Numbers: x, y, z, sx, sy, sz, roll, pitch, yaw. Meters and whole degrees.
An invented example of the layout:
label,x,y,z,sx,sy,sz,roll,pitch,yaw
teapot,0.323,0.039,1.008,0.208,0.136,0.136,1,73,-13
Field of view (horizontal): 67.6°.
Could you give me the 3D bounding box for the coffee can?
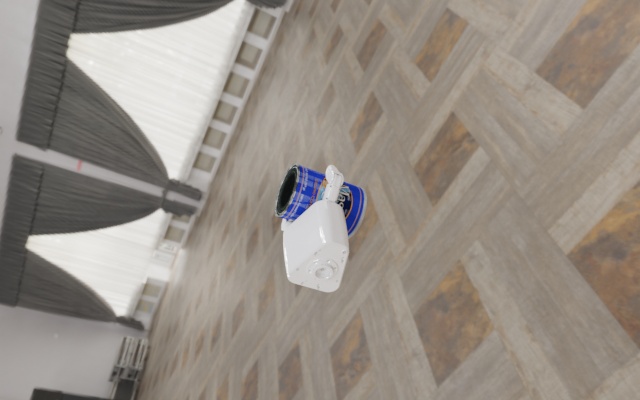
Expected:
label,x,y,z,sx,sy,sz,roll,pitch,yaw
coffee can,0.000,0.003,0.877,0.140,0.103,0.103,19,-7,-20
